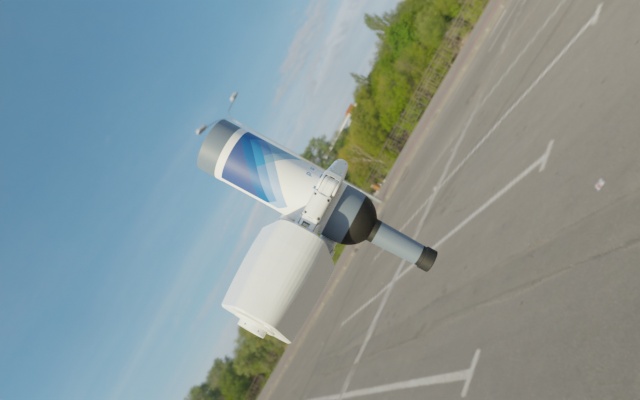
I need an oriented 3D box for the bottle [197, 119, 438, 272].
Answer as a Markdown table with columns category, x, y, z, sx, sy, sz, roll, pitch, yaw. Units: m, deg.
| category | x | y | z | sx | sy | sz | roll | pitch | yaw |
| --- | --- | --- | --- | --- | --- | --- | --- | --- | --- |
| bottle | 0.000 | 0.002 | 0.562 | 0.295 | 0.069 | 0.069 | 28 | 2 | 3 |
